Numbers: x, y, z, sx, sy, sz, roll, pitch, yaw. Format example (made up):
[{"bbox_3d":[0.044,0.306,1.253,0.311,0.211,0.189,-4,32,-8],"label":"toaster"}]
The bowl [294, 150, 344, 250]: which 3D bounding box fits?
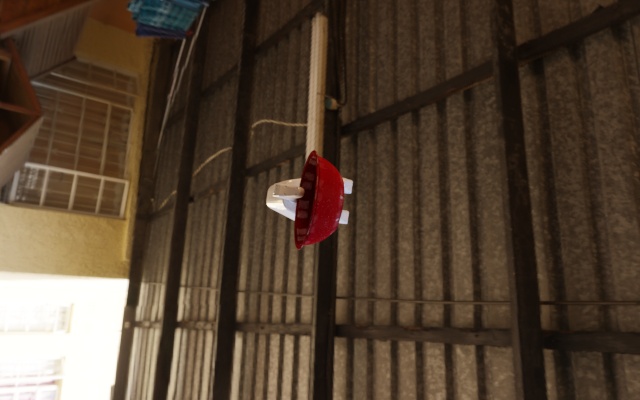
[{"bbox_3d":[0.001,0.003,0.772,0.055,0.162,0.162,9,-2,-11],"label":"bowl"}]
